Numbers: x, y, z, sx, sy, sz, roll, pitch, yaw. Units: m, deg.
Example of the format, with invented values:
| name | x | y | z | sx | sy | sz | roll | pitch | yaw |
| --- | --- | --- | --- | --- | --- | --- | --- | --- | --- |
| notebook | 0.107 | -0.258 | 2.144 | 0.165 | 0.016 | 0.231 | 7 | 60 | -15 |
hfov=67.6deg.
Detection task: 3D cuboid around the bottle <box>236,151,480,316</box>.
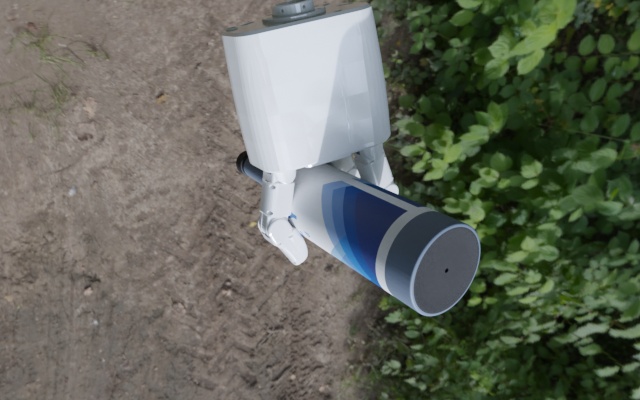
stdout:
| name | x | y | z | sx | sy | sz | roll | pitch | yaw |
| --- | --- | --- | --- | --- | --- | --- | --- | --- | --- |
| bottle | 0.000 | 0.002 | 0.424 | 0.069 | 0.069 | 0.295 | 0 | 18 | -36 |
